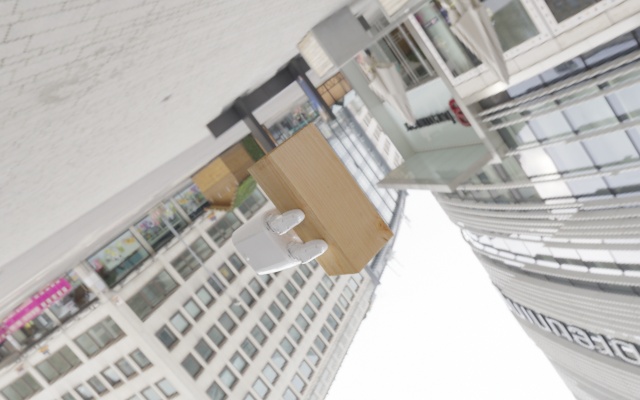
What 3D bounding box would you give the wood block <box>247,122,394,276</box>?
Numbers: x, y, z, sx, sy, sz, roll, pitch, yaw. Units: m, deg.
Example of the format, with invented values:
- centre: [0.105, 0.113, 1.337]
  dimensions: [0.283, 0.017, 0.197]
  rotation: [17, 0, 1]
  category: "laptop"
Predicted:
- centre: [0.000, 0.002, 0.706]
  dimensions: [0.090, 0.206, 0.090]
  rotation: [-42, 11, -30]
  category: "wood block"
